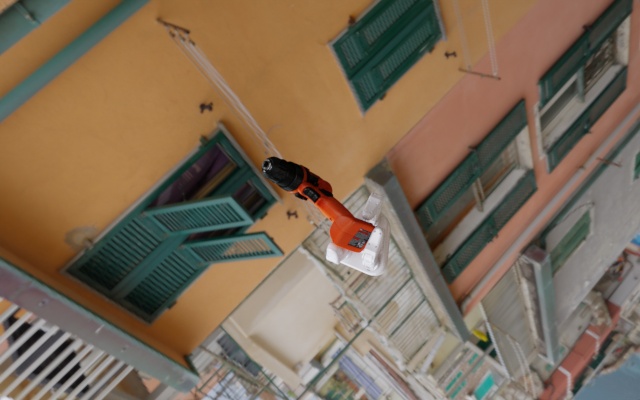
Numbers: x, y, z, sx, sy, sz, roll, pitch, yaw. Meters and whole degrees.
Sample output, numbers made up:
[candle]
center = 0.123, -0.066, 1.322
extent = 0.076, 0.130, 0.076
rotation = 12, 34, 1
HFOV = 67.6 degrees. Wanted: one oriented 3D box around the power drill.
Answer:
[power drill]
center = 0.001, 0.003, 0.813
extent = 0.187, 0.057, 0.184
rotation = 46, 14, 34
